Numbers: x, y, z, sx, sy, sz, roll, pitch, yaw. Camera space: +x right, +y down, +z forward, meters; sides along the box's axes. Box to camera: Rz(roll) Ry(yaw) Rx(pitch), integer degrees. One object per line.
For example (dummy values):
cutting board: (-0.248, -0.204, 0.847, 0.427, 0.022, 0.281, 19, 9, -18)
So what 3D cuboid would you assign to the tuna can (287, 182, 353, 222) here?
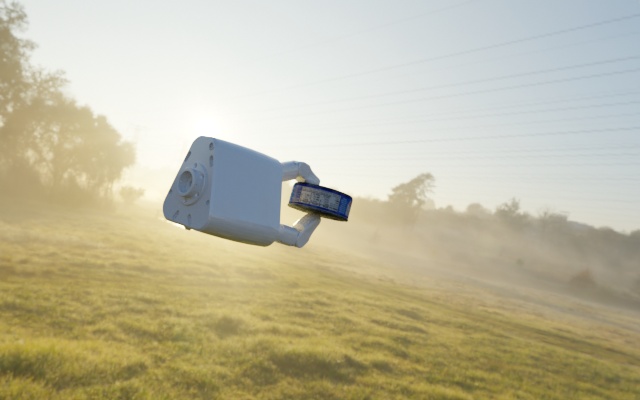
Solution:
tuna can: (0.000, 0.002, 0.653, 0.086, 0.033, 0.086, 15, -7, 2)
